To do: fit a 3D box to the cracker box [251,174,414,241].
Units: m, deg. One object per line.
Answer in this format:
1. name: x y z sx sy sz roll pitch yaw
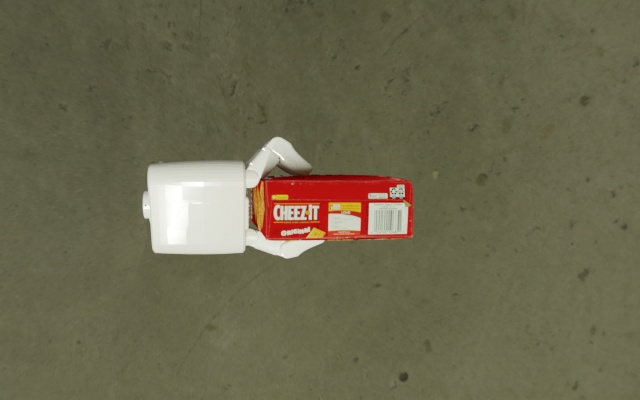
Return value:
1. cracker box: 0.000 0.002 0.602 0.164 0.072 0.213 0 4 -12
